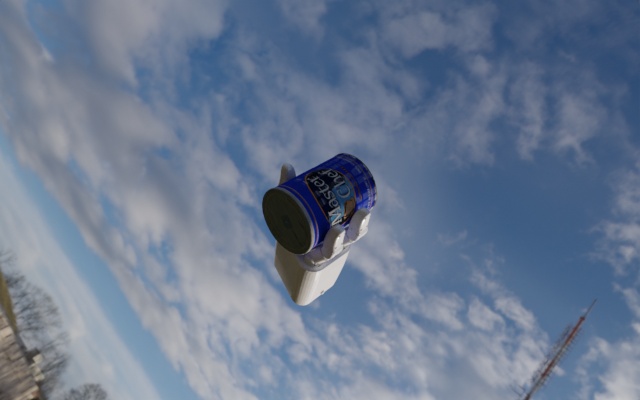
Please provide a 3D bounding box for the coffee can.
[{"bbox_3d":[0.000,0.002,0.704,0.140,0.103,0.103,-30,19,-36],"label":"coffee can"}]
